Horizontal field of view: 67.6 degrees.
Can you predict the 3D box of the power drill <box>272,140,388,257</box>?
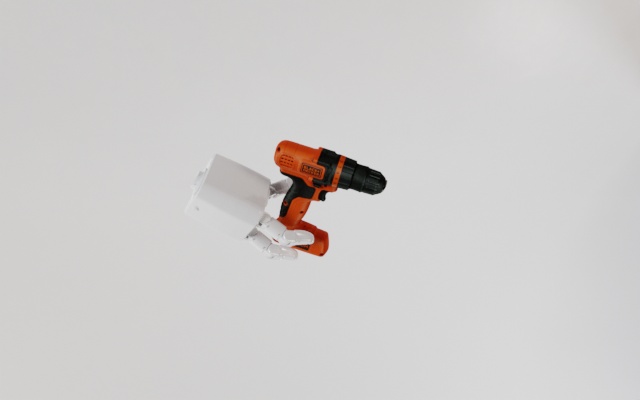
[{"bbox_3d":[0.000,0.003,0.795,0.184,0.188,0.057,19,32,4],"label":"power drill"}]
